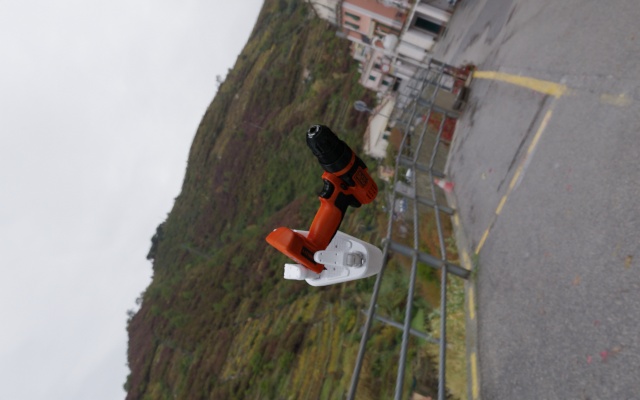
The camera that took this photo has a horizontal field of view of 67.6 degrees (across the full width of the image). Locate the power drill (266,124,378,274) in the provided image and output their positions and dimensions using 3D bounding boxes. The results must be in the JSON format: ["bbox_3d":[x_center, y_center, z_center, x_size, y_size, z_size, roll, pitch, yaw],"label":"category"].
[{"bbox_3d":[0.000,0.003,0.719,0.057,0.187,0.184,22,-15,44],"label":"power drill"}]
